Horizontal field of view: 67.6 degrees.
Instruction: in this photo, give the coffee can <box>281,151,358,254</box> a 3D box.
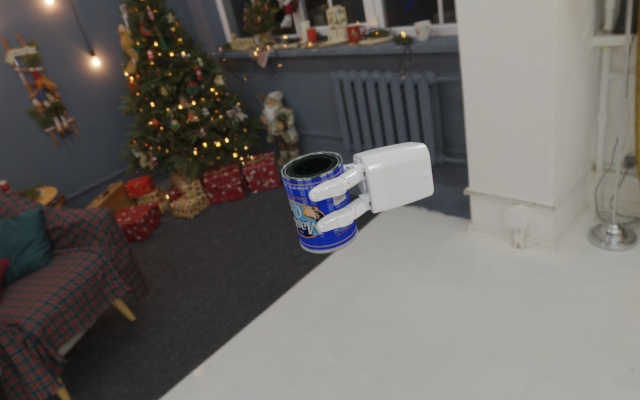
[{"bbox_3d":[0.000,0.003,0.800,0.103,0.140,0.102,-11,27,6],"label":"coffee can"}]
